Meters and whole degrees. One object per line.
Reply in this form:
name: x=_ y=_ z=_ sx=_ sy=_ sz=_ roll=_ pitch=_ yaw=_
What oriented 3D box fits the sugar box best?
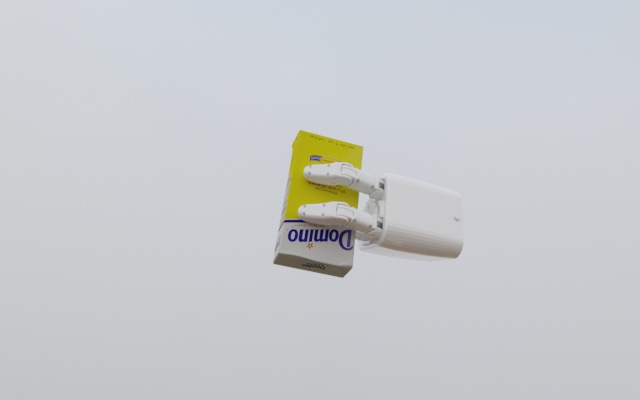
sugar box: x=0.000 y=0.002 z=0.606 sx=0.093 sy=0.176 sz=0.048 roll=12 pitch=-30 yaw=-11
